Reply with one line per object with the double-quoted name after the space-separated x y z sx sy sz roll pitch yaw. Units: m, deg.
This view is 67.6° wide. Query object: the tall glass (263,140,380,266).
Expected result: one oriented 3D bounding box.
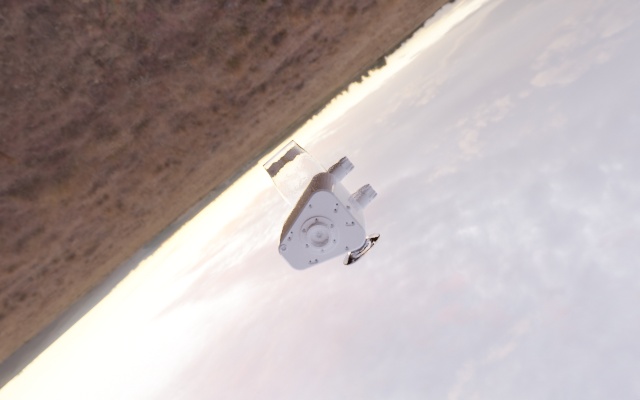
0.001 0.003 0.732 0.079 0.201 0.079 -40 9 7 "tall glass"
